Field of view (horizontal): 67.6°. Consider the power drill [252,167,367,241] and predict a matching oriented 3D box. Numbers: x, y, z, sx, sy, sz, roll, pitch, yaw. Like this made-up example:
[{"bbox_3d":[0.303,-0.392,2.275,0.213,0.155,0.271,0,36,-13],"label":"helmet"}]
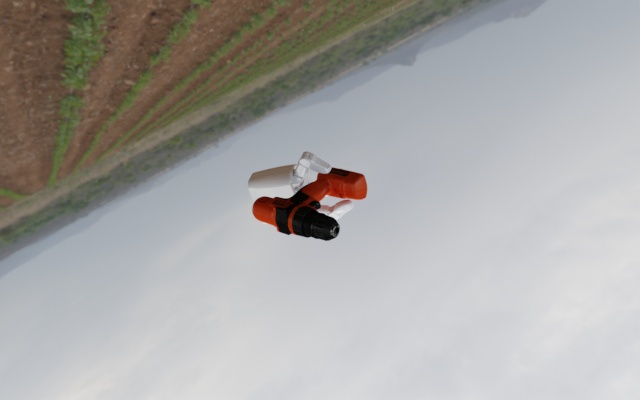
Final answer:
[{"bbox_3d":[0.000,0.003,0.845,0.184,0.057,0.187,16,33,38],"label":"power drill"}]
